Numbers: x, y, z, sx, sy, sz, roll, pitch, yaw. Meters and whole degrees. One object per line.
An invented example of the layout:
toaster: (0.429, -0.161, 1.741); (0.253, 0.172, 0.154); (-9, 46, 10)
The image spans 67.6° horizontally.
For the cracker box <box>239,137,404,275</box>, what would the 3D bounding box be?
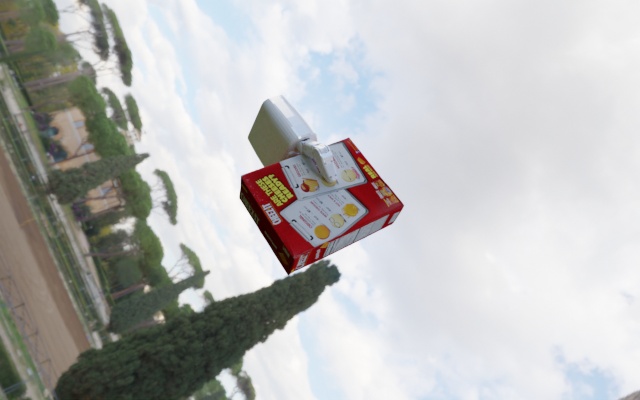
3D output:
cracker box: (0.000, 0.002, 0.777); (0.213, 0.164, 0.072); (-23, -27, -26)
